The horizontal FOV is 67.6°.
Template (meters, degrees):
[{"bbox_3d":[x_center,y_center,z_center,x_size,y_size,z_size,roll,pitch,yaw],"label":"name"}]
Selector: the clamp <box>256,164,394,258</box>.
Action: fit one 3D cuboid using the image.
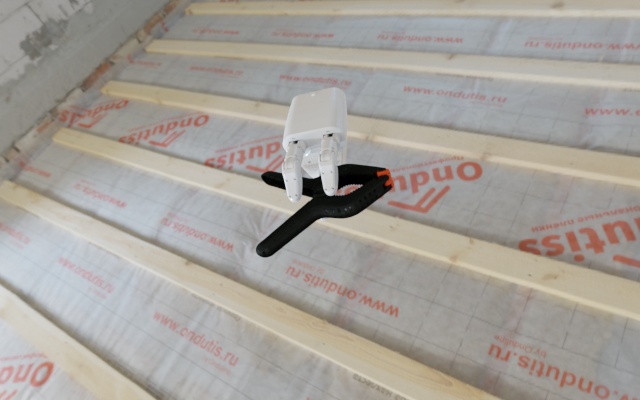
[{"bbox_3d":[0.001,0.003,0.686,0.210,0.164,0.036,-10,-44,17],"label":"clamp"}]
